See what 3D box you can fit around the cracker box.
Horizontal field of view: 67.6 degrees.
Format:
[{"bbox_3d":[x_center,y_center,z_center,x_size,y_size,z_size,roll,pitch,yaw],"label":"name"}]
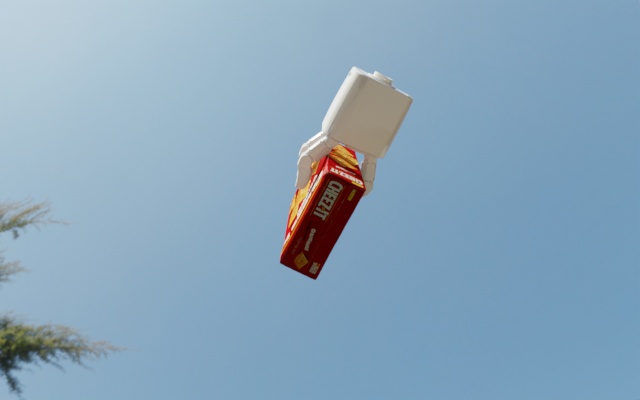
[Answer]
[{"bbox_3d":[0.000,0.003,0.786,0.072,0.164,0.213,25,19,-8],"label":"cracker box"}]
